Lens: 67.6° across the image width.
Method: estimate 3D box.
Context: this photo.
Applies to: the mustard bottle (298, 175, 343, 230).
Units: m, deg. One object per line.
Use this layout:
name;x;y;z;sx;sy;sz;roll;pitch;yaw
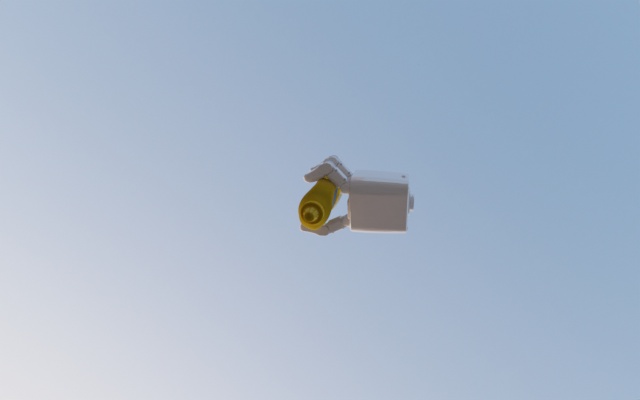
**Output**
mustard bottle;0.000;0.003;0.883;0.058;0.096;0.191;27;19;3
